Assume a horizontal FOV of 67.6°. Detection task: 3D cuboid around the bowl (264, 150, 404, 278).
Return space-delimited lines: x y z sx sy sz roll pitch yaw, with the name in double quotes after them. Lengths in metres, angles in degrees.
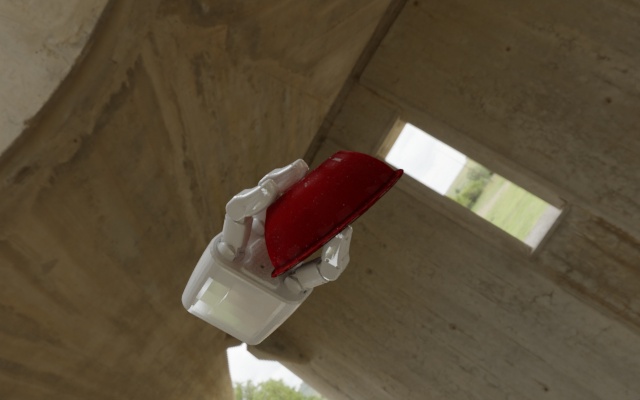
0.001 0.000 0.457 0.162 0.055 0.162 -39 2 1 "bowl"
